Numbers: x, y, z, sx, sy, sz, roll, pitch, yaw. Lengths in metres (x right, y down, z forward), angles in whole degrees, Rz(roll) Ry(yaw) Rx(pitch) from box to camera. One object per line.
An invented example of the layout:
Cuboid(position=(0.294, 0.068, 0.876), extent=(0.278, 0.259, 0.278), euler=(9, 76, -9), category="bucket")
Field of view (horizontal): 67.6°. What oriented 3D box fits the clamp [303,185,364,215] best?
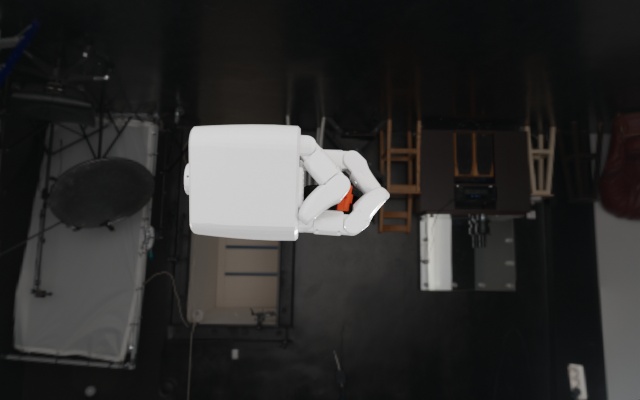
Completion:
Cuboid(position=(0.000, 0.002, 0.567), extent=(0.120, 0.039, 0.171), euler=(2, -8, -1), category="clamp")
